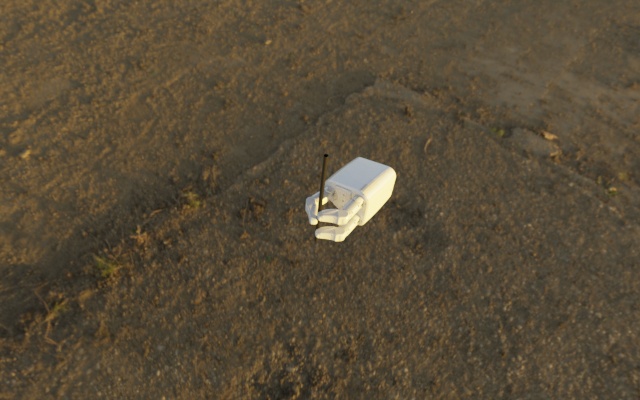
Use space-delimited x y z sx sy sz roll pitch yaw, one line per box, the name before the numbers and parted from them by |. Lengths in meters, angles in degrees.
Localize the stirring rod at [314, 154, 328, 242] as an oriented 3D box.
stirring rod | 0.000 0.003 0.891 0.011 0.011 0.240 0 -41 -6
